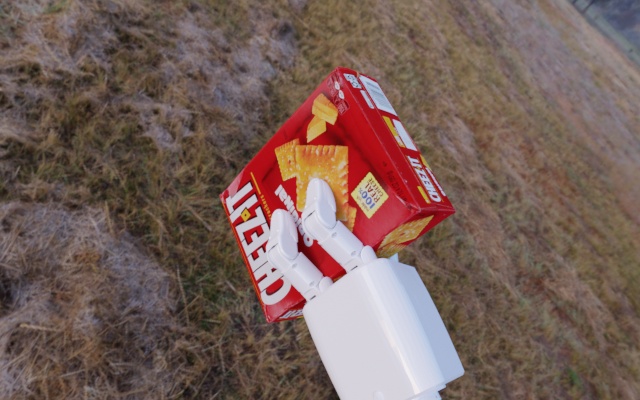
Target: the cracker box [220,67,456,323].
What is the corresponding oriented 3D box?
[{"bbox_3d":[0.000,0.001,0.479,0.072,0.164,0.214,4,-37,-48],"label":"cracker box"}]
